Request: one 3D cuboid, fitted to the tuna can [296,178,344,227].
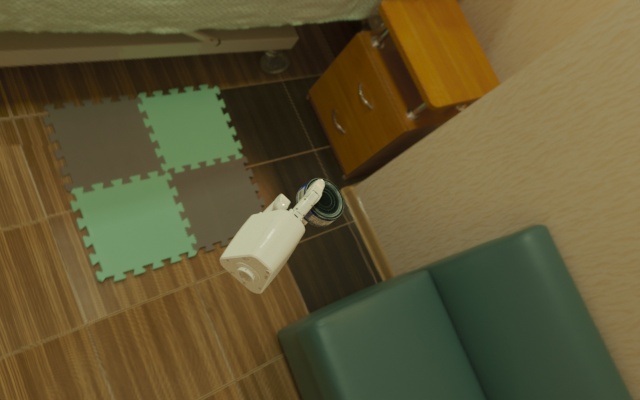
[{"bbox_3d":[0.000,0.003,0.869,0.086,0.086,0.034,0,-25,-36],"label":"tuna can"}]
